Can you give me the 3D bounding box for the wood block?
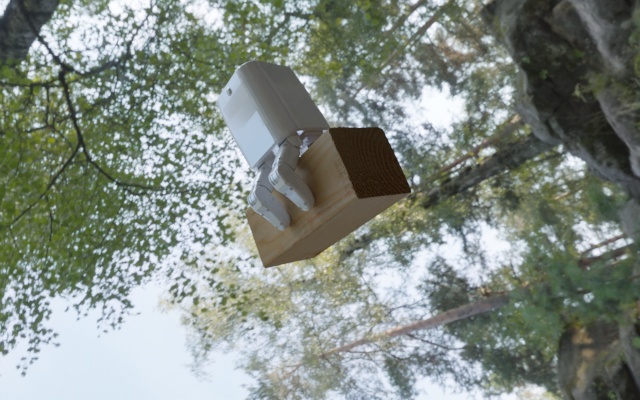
[{"bbox_3d":[0.000,0.002,0.599,0.091,0.090,0.206,-8,-21,-40],"label":"wood block"}]
